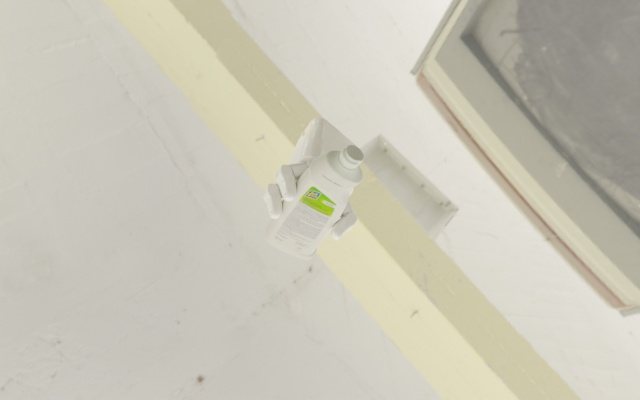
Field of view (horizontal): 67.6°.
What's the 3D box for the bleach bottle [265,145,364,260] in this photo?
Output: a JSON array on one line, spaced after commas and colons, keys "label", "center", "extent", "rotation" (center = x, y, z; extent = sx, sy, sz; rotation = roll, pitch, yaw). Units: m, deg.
[{"label": "bleach bottle", "center": [0.000, 0.003, 0.763], "extent": [0.102, 0.068, 0.251], "rotation": [24, -42, -15]}]
